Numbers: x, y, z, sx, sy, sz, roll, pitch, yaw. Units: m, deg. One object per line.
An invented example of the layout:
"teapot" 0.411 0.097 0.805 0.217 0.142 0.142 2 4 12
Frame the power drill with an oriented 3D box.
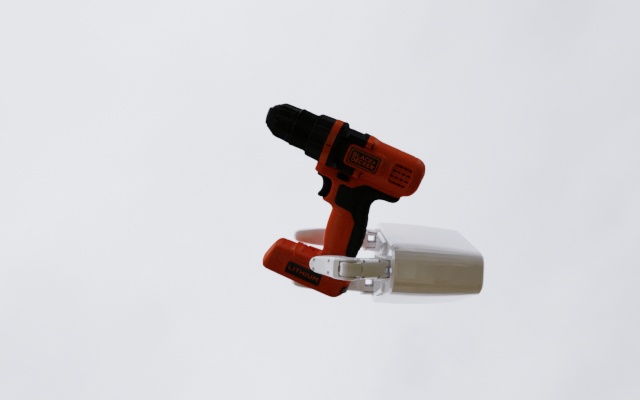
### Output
"power drill" 0.000 0.002 0.540 0.184 0.188 0.057 24 18 5
